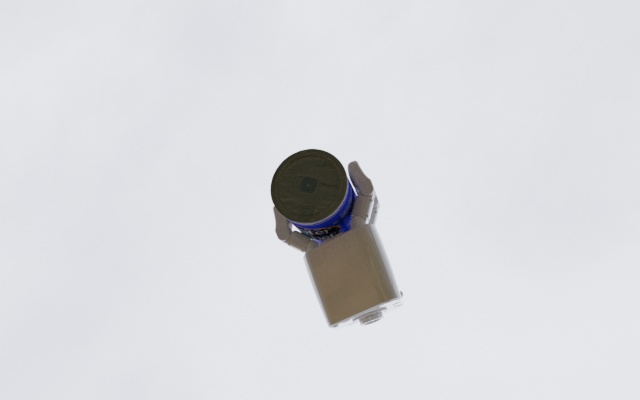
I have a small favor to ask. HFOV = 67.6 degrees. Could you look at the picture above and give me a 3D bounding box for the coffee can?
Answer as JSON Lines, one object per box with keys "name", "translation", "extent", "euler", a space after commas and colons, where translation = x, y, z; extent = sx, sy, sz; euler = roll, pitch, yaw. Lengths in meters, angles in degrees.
{"name": "coffee can", "translation": [0.000, 0.002, 0.674], "extent": [0.103, 0.102, 0.140], "euler": [0, -18, 14]}
